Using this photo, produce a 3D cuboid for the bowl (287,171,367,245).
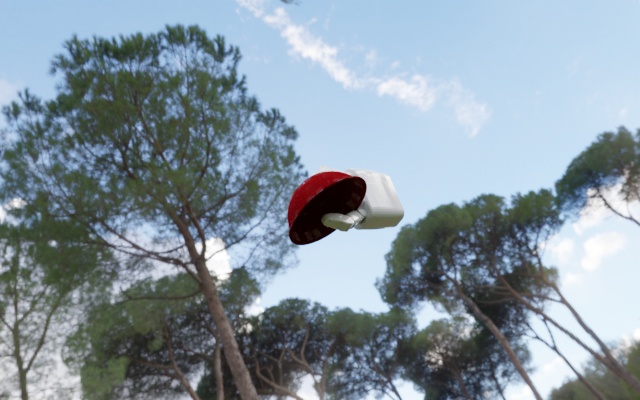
[{"bbox_3d":[-0.001,0.002,0.815,0.162,0.162,0.055,0,43,-53],"label":"bowl"}]
